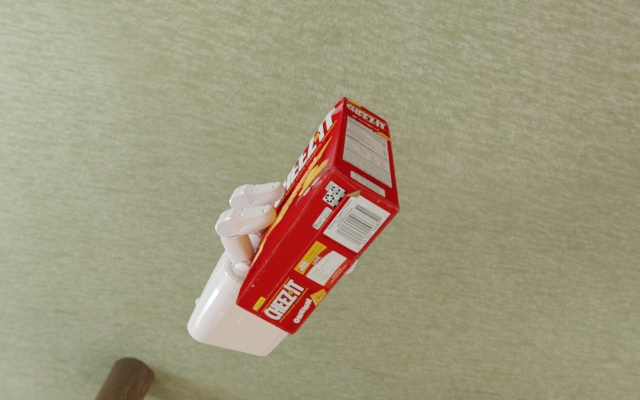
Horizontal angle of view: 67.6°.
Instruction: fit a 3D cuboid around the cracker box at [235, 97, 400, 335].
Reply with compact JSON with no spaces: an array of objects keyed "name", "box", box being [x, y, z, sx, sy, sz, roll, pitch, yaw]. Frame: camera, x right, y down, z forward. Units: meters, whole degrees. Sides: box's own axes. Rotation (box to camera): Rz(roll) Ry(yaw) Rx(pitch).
[{"name":"cracker box","box":[0.000,0.002,0.488,0.072,0.164,0.213,31,26,-11]}]
